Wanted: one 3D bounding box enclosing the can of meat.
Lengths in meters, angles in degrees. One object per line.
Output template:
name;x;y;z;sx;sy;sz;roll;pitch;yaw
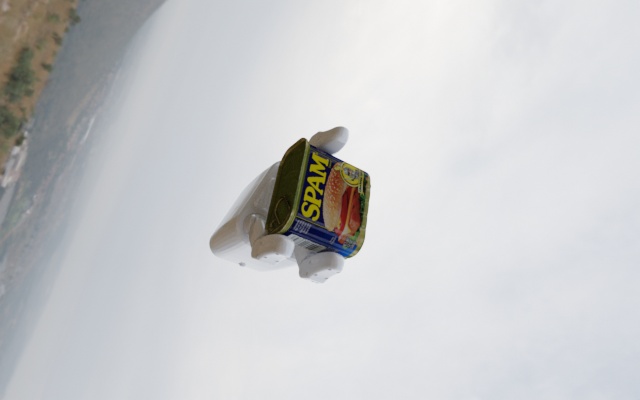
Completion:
can of meat;0.000;0.002;0.477;0.084;0.102;0.057;24;-30;-25
